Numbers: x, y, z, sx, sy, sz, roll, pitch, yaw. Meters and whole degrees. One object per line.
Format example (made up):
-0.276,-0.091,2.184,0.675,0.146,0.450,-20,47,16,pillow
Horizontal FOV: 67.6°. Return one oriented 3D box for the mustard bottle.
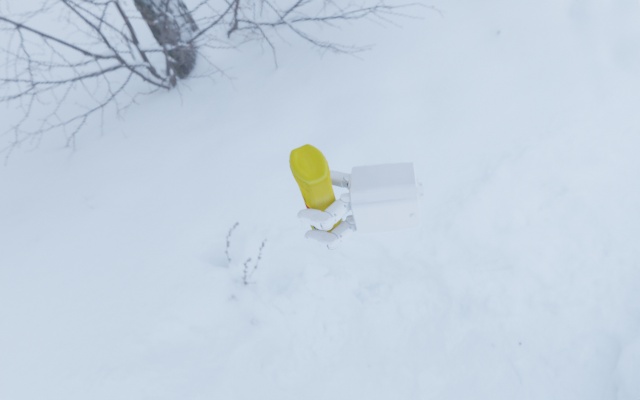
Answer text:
0.000,0.003,0.807,0.058,0.192,0.096,-24,47,-6,mustard bottle
